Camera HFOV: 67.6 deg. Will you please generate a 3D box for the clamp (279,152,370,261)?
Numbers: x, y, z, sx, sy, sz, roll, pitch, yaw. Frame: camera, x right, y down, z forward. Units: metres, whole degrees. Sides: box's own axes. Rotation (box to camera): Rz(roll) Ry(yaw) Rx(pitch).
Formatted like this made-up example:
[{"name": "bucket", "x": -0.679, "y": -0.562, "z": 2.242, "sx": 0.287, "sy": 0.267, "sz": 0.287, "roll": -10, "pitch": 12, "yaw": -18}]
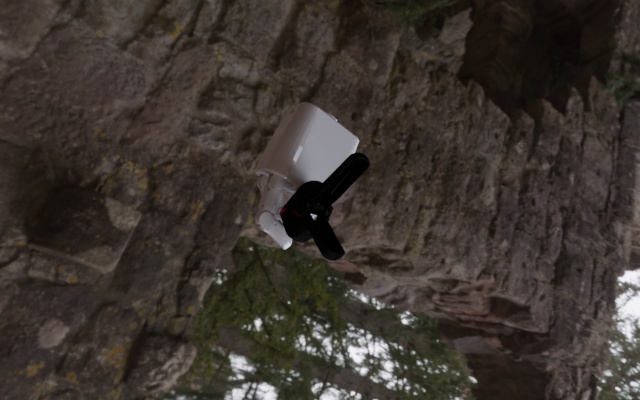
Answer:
[{"name": "clamp", "x": 0.000, "y": 0.002, "z": 0.567, "sx": 0.039, "sy": 0.120, "sz": 0.171, "roll": 30, "pitch": -9, "yaw": -25}]
